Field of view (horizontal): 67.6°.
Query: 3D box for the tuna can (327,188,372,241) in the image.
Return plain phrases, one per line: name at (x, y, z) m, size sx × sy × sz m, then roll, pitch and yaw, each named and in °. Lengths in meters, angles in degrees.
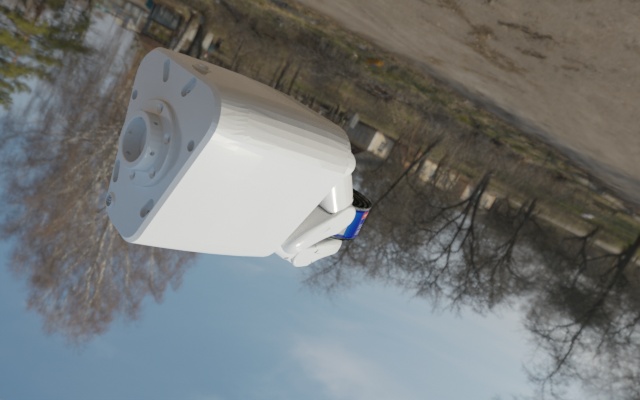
tuna can at (0.000, 0.002, 0.425) m, size 0.086 × 0.034 × 0.086 m, roll 22°, pitch 14°, yaw -6°
